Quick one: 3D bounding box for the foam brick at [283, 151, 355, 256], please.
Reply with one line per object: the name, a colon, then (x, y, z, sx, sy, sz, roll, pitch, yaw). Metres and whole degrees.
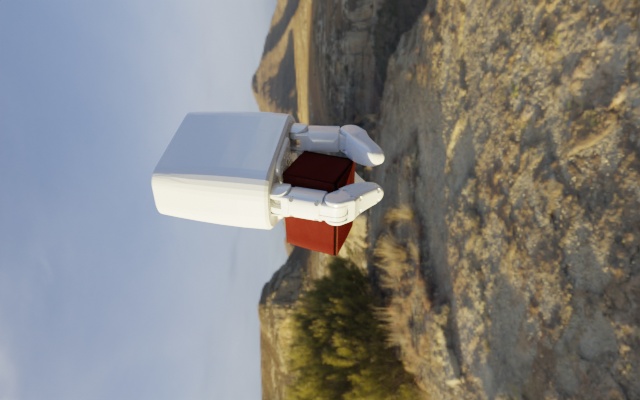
foam brick: (0.000, 0.002, 0.445, 0.051, 0.078, 0.053, 11, 33, 18)
